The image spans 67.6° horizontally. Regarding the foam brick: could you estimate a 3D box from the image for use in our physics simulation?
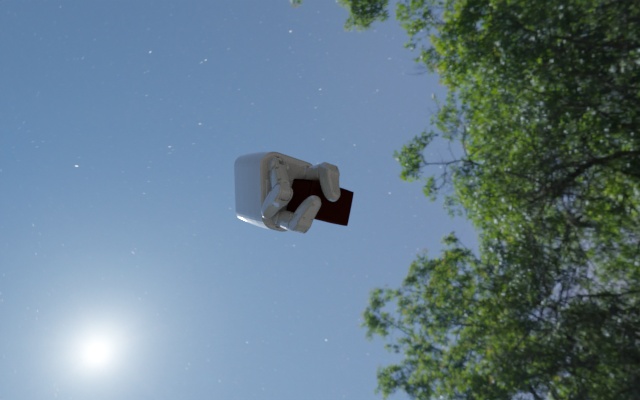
[{"bbox_3d":[0.000,0.002,0.694,0.078,0.053,0.051,16,-5,-34],"label":"foam brick"}]
